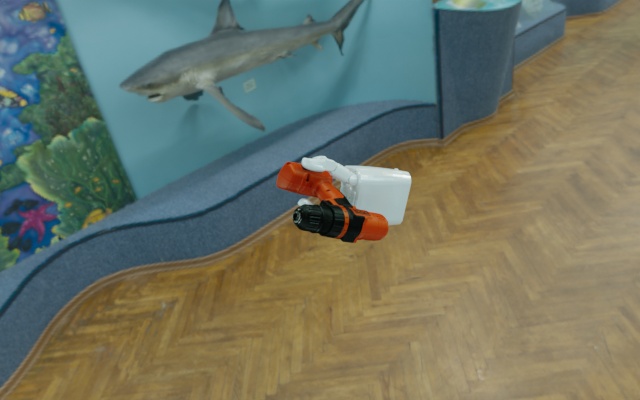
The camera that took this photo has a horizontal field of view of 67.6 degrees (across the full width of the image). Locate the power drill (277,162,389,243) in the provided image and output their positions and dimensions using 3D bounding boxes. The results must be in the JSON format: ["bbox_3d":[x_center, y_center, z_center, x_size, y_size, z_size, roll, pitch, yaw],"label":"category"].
[{"bbox_3d":[0.000,0.002,0.796,0.184,0.057,0.187,12,24,-39],"label":"power drill"}]
